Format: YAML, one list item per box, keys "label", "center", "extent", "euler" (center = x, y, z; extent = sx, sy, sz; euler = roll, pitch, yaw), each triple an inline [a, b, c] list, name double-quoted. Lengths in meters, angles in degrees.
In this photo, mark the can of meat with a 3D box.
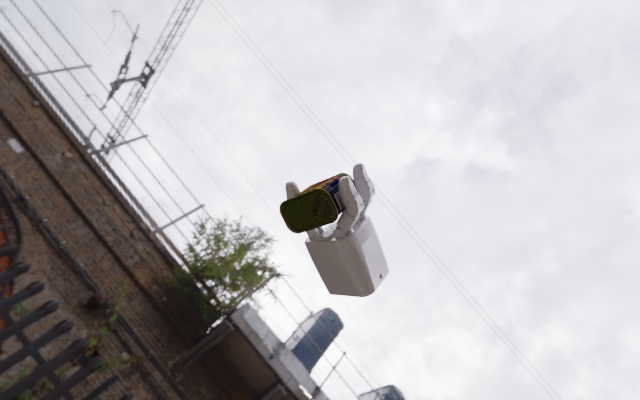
- label: "can of meat"
  center: [0.000, 0.002, 0.755]
  extent: [0.102, 0.057, 0.084]
  euler: [-20, 11, 36]
